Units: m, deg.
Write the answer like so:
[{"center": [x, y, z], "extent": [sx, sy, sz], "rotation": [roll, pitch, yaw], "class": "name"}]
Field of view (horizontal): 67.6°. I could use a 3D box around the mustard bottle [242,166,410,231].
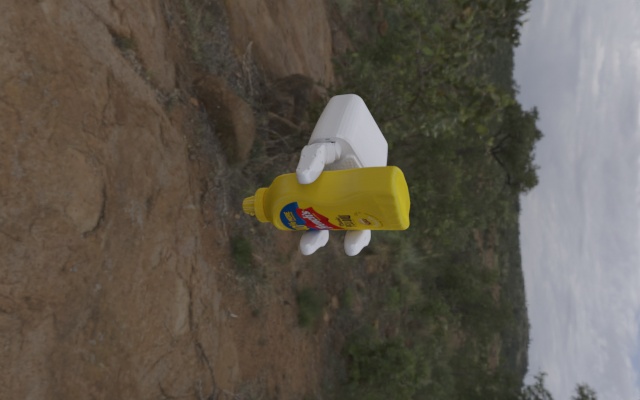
[{"center": [0.000, 0.002, 0.543], "extent": [0.191, 0.058, 0.096], "rotation": [-2, -25, 19], "class": "mustard bottle"}]
